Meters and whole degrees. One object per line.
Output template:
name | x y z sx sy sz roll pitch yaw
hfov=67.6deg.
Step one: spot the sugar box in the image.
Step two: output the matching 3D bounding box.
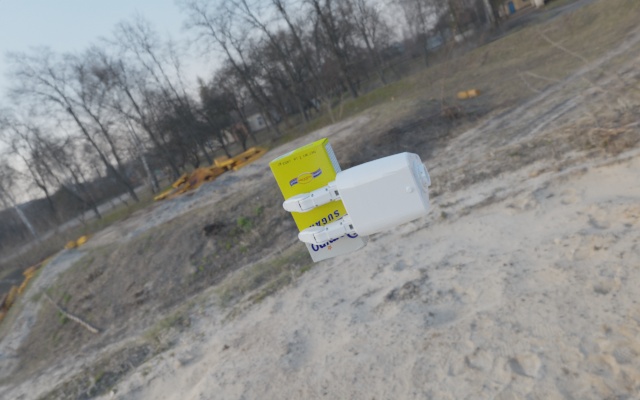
sugar box | 0.000 0.002 0.737 0.093 0.176 0.048 -19 13 20
